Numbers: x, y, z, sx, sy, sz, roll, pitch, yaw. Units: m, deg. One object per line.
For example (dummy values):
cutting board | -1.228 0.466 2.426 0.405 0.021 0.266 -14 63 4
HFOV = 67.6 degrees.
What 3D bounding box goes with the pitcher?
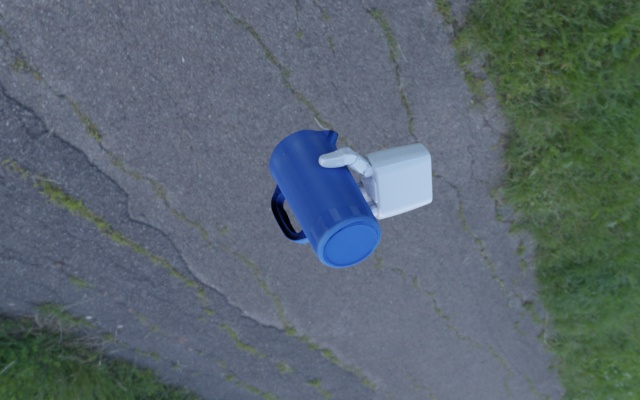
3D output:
pitcher | 0.000 0.003 0.817 0.145 0.149 0.242 -14 43 -13
